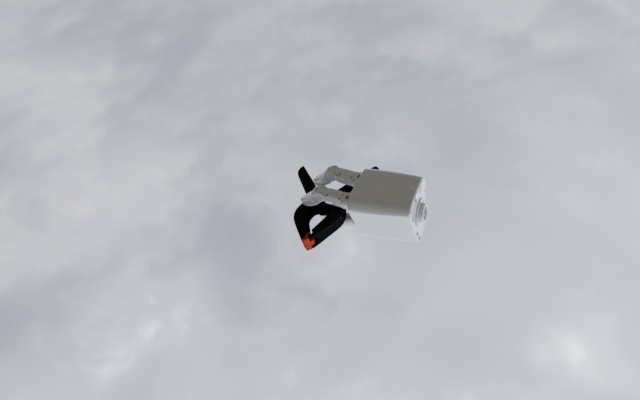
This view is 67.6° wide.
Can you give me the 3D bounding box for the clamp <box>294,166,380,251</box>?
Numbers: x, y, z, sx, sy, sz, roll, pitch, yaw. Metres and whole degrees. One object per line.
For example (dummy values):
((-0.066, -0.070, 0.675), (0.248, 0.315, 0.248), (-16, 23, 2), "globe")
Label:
((0.000, 0.004, 0.860), (0.164, 0.036, 0.210), (6, 44, 27), "clamp")
